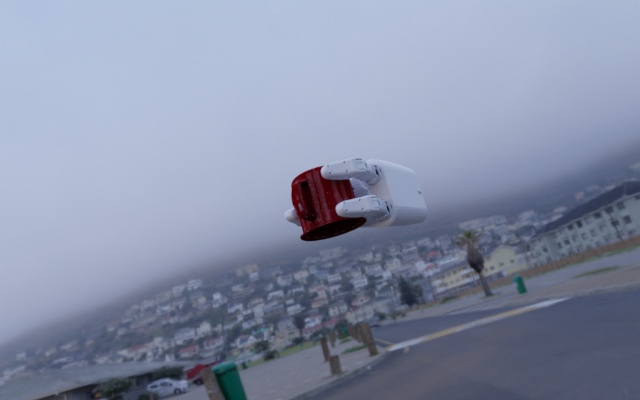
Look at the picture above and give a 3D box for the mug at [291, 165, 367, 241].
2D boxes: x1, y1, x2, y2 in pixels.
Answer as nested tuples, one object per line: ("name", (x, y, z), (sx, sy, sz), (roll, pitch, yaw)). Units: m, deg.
("mug", (-0.001, 0.002, 0.645), (0.093, 0.081, 0.117), (-27, -19, 33))
